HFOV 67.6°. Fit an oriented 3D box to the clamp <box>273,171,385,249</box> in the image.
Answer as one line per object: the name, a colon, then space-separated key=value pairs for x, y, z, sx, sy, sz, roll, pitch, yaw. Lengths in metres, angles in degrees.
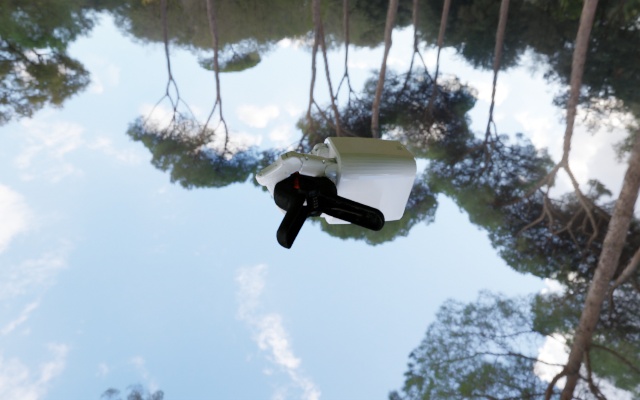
clamp: x=0.000 y=0.002 z=0.566 sx=0.120 sy=0.039 sz=0.171 roll=-1 pitch=27 yaw=-12
